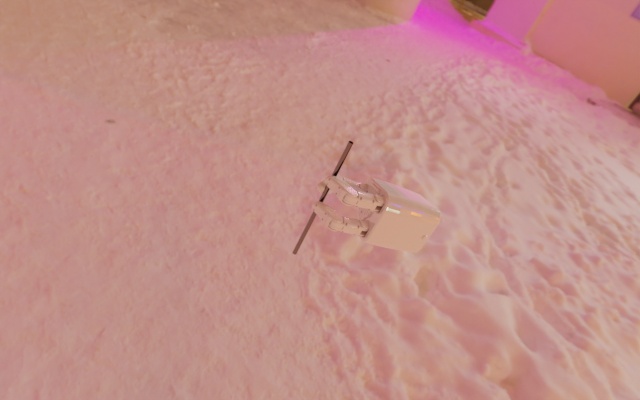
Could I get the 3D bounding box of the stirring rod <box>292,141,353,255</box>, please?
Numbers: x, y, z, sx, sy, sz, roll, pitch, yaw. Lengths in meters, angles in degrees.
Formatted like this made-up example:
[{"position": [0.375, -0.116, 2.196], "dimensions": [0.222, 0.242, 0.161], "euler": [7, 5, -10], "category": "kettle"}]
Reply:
[{"position": [0.000, 0.003, 0.792], "dimensions": [0.011, 0.240, 0.011], "euler": [19, 32, -13], "category": "stirring rod"}]
